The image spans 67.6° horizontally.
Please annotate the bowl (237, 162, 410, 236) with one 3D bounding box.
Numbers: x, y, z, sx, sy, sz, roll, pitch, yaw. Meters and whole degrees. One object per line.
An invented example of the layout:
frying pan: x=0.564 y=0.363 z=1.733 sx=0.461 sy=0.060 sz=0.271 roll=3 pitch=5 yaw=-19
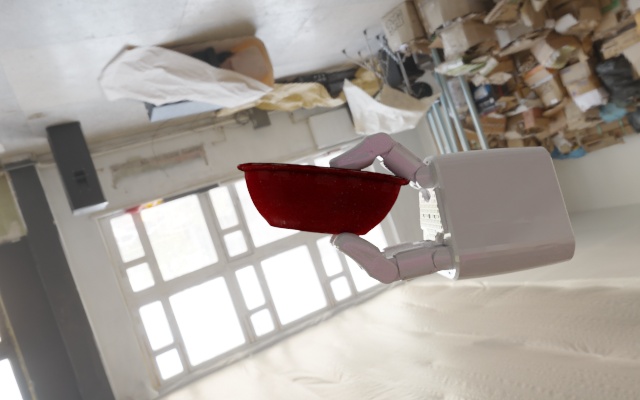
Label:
bowl: x=-0.001 y=0.002 z=0.449 sx=0.162 sy=0.055 sz=0.162 roll=6 pitch=-1 yaw=0
